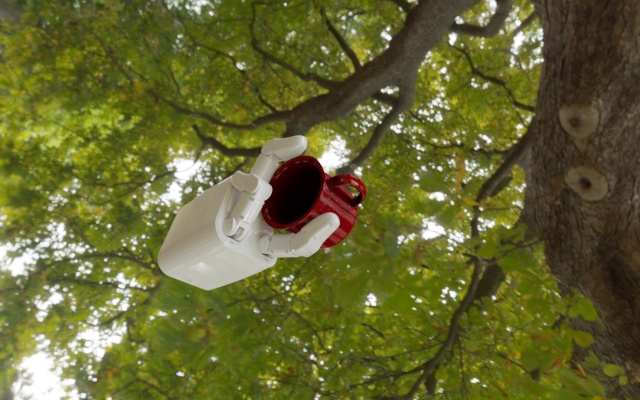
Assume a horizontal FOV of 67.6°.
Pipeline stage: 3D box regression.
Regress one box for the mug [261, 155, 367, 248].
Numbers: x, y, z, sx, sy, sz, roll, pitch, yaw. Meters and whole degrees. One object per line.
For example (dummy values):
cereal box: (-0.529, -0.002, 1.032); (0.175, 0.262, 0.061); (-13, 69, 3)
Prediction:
mug: (0.001, 0.001, 0.561); (0.117, 0.093, 0.081); (-25, -39, 27)
